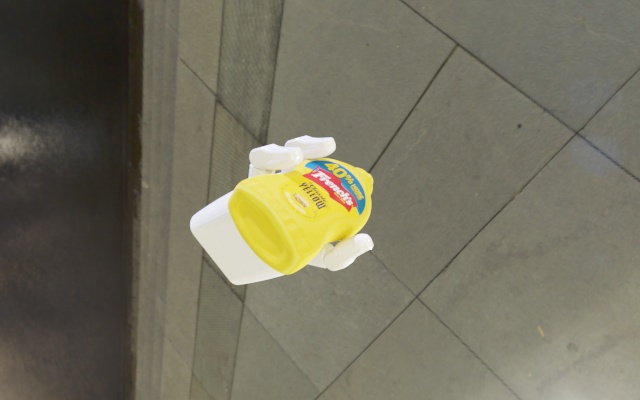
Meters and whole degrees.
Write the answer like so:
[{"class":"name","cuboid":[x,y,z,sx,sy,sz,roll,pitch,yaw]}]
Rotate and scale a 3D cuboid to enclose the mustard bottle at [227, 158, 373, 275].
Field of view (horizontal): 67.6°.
[{"class":"mustard bottle","cuboid":[0.000,0.002,0.506,0.191,0.096,0.058,-25,-22,-50]}]
